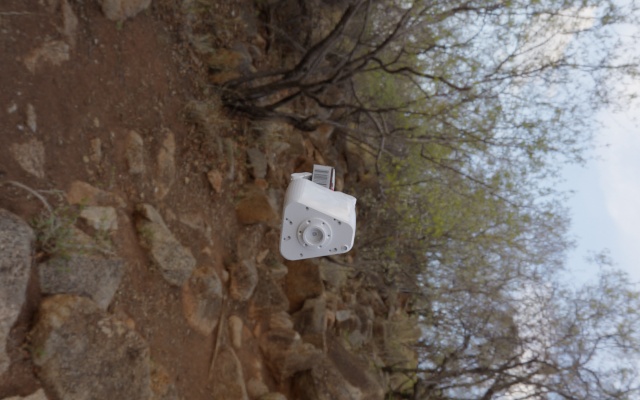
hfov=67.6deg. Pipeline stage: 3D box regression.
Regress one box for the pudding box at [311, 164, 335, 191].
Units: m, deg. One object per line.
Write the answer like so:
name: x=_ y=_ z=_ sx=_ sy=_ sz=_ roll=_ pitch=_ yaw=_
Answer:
pudding box: x=0.000 y=0.003 z=0.834 sx=0.039 sy=0.113 sz=0.090 roll=8 pitch=-10 yaw=3
